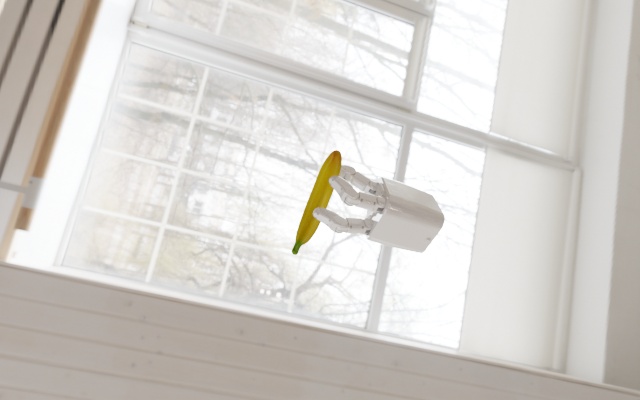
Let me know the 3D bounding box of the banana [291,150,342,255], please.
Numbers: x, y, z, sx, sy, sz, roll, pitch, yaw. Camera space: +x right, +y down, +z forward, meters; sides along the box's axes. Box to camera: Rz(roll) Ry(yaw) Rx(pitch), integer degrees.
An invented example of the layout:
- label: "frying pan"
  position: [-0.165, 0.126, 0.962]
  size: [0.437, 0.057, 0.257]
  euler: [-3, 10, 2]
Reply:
- label: "banana"
  position: [-0.002, 0.000, 0.833]
  size: [0.037, 0.198, 0.069]
  euler: [19, 16, -7]
